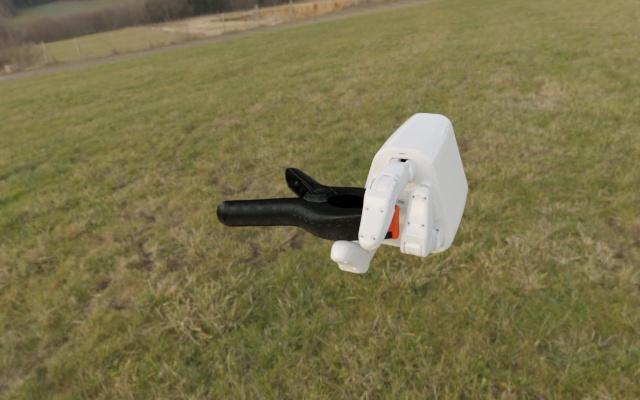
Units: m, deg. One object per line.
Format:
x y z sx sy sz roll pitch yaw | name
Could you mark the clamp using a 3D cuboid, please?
0.000 0.001 0.461 0.171 0.039 0.120 9 33 24 | clamp
